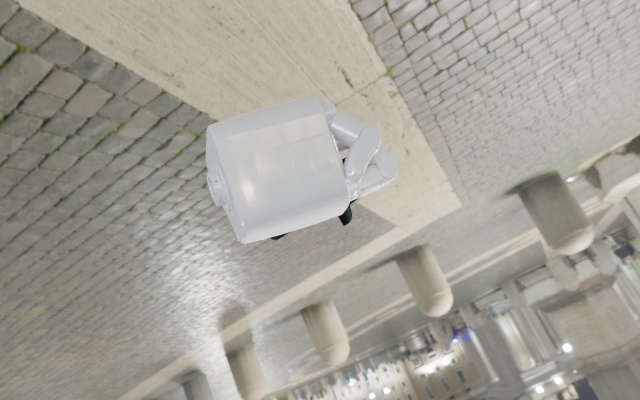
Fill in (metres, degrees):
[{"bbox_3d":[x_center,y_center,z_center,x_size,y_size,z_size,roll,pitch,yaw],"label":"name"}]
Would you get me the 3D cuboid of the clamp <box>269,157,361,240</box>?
[{"bbox_3d":[0.000,0.002,0.557,0.120,0.039,0.171,-19,-21,-21],"label":"clamp"}]
